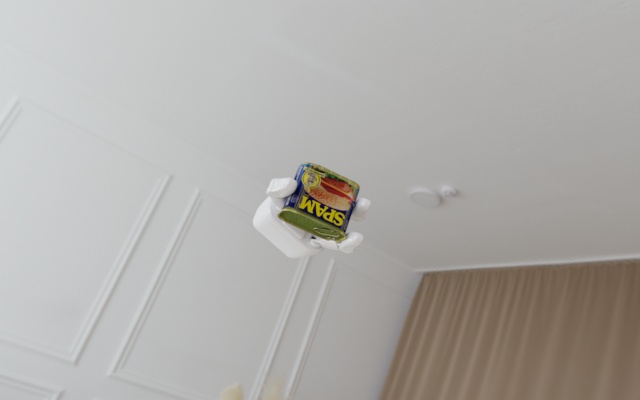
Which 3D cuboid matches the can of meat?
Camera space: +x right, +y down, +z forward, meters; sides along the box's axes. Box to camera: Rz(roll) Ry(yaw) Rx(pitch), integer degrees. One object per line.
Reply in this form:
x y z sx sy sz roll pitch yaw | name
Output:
0.000 0.002 0.698 0.102 0.084 0.057 25 -22 -13 | can of meat
